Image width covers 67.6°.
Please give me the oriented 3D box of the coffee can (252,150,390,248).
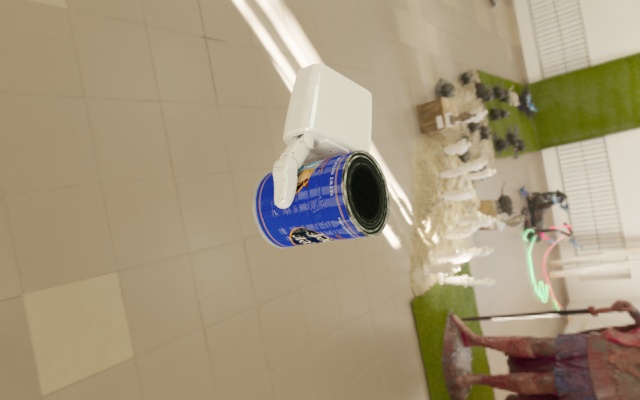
[{"bbox_3d":[0.000,0.002,0.594,0.140,0.103,0.103,-11,-6,36],"label":"coffee can"}]
